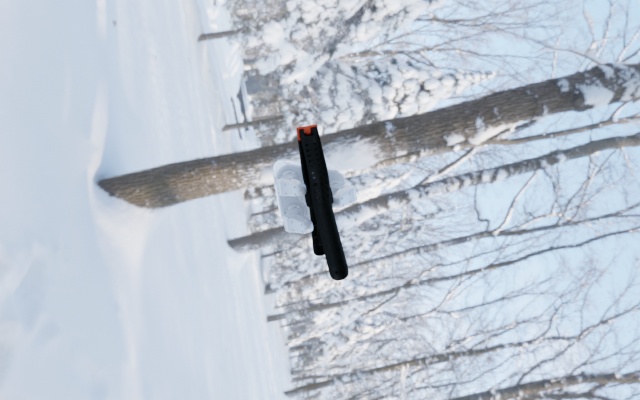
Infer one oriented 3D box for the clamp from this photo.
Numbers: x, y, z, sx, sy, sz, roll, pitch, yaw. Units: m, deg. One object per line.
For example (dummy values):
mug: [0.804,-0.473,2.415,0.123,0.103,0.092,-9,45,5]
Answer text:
clamp: [0.001,0.001,0.663,0.036,0.210,0.164,-11,14,-9]
